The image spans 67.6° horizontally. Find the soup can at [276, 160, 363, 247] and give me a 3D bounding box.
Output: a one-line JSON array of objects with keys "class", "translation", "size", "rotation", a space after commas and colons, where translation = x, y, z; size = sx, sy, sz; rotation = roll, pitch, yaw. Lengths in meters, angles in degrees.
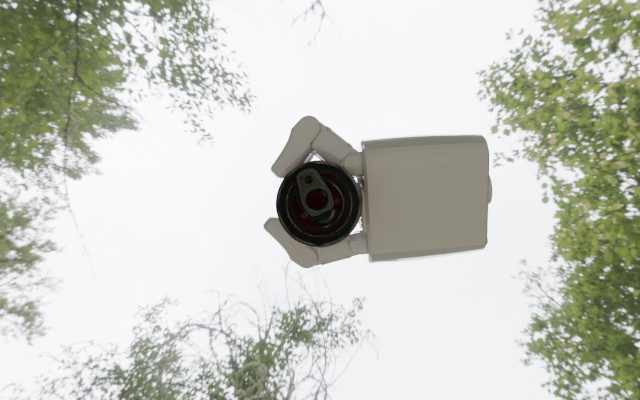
[{"class": "soup can", "translation": [0.000, 0.002, 0.421], "size": [0.068, 0.068, 0.102], "rotation": [0, 1, 1]}]
